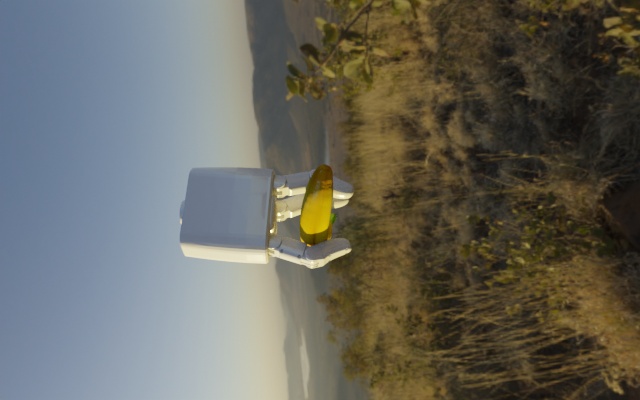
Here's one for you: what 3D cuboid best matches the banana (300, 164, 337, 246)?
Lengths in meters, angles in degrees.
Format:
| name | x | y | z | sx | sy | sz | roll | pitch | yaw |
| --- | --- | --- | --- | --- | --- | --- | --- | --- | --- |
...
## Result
| name | x | y | z | sx | sy | sz | roll | pitch | yaw |
| --- | --- | --- | --- | --- | --- | --- | --- | --- | --- |
| banana | -0.004 | 0.020 | 0.585 | 0.037 | 0.069 | 0.198 | 12 | -17 | 5 |
